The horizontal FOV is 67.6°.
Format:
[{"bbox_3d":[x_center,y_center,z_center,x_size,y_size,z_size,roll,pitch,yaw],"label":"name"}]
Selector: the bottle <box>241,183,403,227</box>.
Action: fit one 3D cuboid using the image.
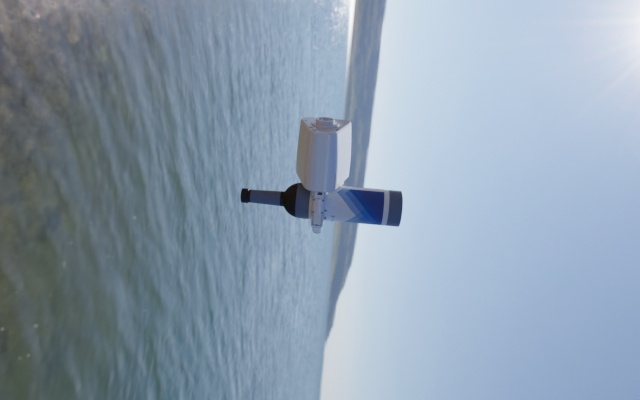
[{"bbox_3d":[0.000,0.003,0.885,0.296,0.069,0.069,5,0,2],"label":"bottle"}]
